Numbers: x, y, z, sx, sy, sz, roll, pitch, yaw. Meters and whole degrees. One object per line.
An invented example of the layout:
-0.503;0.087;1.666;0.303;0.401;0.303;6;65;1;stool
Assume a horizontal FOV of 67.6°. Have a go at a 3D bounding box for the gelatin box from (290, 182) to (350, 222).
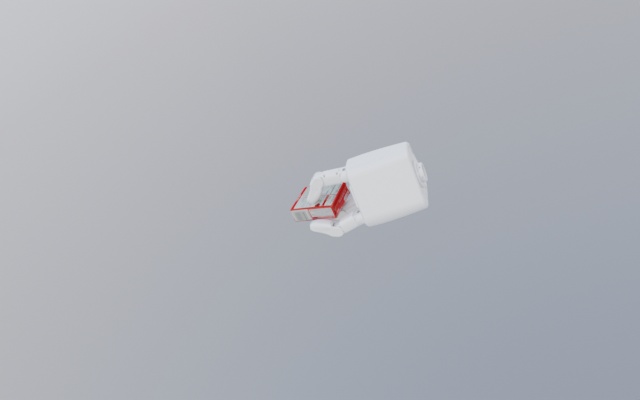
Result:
0.000;0.002;0.856;0.089;0.030;0.073;-6;34;29;gelatin box
